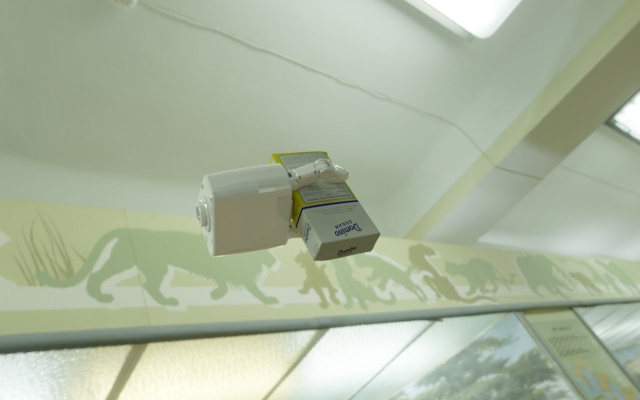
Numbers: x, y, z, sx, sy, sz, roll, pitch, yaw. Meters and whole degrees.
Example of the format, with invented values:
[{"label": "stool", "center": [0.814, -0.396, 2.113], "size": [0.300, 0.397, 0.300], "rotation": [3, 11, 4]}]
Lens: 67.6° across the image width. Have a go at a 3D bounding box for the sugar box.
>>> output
[{"label": "sugar box", "center": [0.000, 0.003, 0.672], "size": [0.093, 0.176, 0.048], "rotation": [-7, -40, -28]}]
